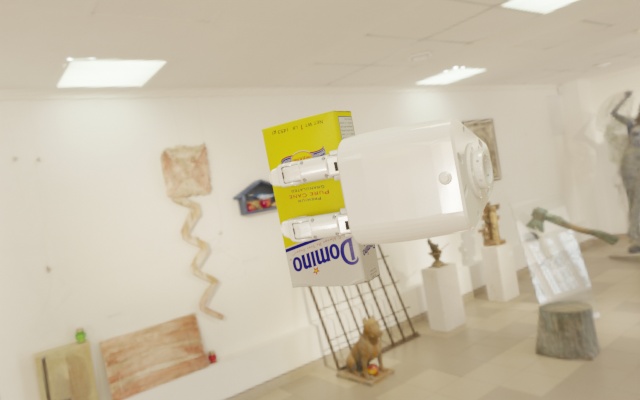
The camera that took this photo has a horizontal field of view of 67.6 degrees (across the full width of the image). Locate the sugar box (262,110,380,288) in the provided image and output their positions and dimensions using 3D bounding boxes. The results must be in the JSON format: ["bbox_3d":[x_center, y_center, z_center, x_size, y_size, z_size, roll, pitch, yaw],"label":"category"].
[{"bbox_3d":[0.000,0.002,0.505,0.093,0.176,0.048,-9,2,31],"label":"sugar box"}]
